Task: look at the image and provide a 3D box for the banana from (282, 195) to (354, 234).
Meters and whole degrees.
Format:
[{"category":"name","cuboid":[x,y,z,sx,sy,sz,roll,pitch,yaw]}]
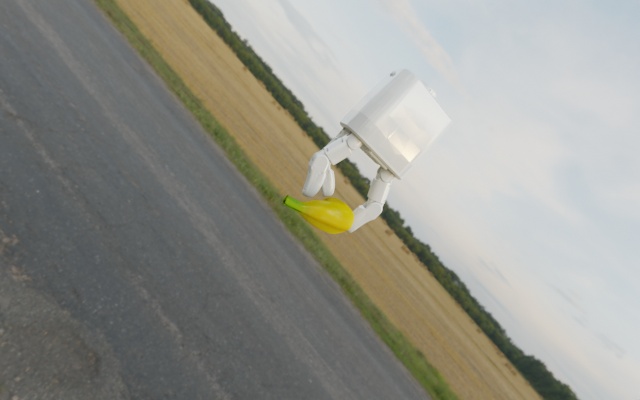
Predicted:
[{"category":"banana","cuboid":[0.013,0.014,0.614,0.069,0.037,0.198,41,7,12]}]
